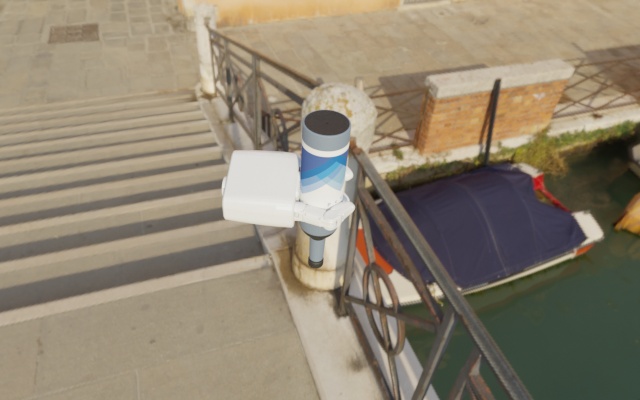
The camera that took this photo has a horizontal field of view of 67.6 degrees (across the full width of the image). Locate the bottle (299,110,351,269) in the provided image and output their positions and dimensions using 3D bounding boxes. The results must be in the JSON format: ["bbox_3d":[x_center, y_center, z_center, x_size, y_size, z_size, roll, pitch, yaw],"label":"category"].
[{"bbox_3d":[0.000,0.002,0.745,0.069,0.296,0.069,2,43,-2],"label":"bottle"}]
